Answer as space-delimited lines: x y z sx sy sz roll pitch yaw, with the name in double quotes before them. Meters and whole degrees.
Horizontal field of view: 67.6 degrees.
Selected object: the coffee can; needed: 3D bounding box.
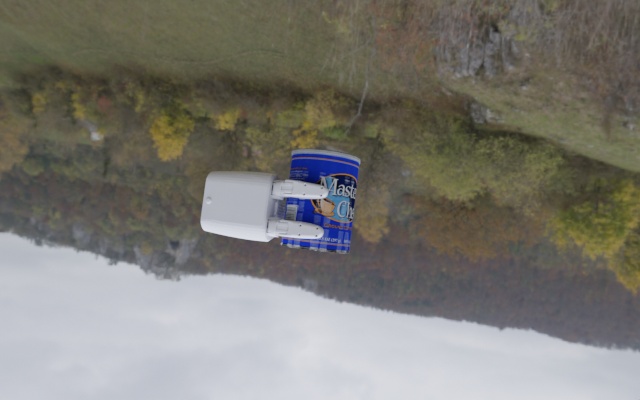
"coffee can" 0.000 0.002 0.705 0.103 0.140 0.103 7 -4 0
